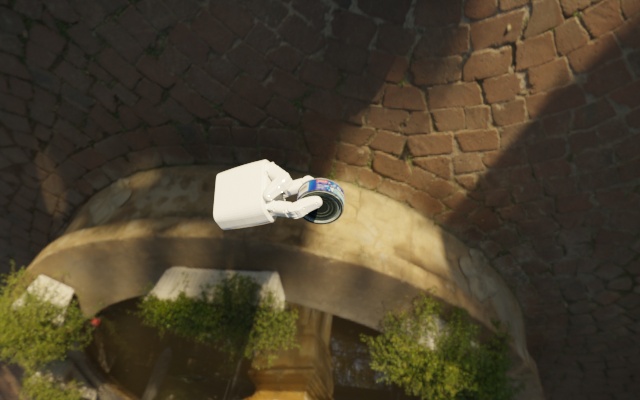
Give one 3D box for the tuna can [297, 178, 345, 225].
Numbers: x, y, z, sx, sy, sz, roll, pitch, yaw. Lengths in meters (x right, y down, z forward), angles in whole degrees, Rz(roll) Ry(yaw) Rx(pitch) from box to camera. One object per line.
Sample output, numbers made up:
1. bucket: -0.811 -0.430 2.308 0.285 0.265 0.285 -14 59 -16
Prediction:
1. tuna can: 0.000 0.003 0.848 0.086 0.086 0.033 0 43 5
